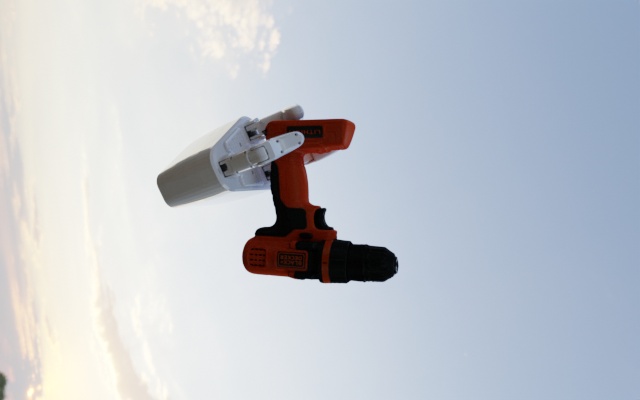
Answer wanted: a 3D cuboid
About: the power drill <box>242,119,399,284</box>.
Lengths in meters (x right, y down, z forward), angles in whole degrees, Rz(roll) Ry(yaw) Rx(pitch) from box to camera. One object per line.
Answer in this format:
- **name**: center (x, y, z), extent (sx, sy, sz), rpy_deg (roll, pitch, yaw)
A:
- **power drill**: center (0.000, 0.001, 0.554), extent (0.184, 0.187, 0.057), rpy_deg (2, -3, 13)
